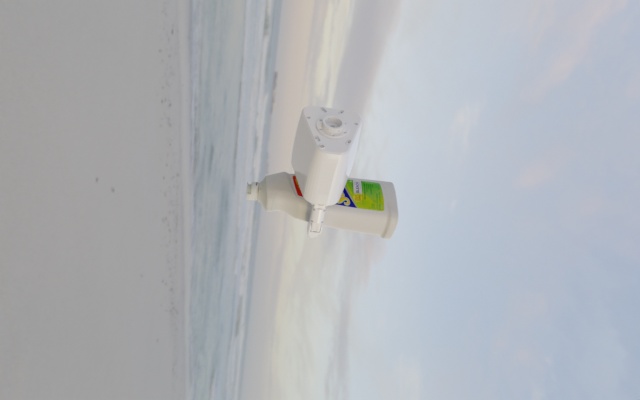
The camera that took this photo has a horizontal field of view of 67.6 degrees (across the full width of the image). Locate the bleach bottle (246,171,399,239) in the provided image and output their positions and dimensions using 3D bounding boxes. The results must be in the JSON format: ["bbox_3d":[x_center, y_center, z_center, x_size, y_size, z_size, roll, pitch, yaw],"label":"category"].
[{"bbox_3d":[0.000,0.003,0.807,0.251,0.102,0.068,6,-42,-7],"label":"bleach bottle"}]
